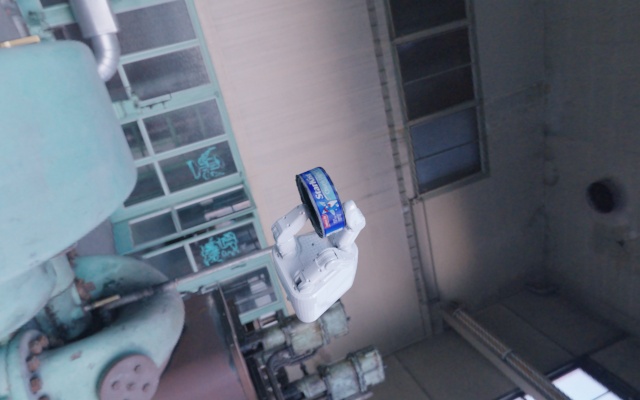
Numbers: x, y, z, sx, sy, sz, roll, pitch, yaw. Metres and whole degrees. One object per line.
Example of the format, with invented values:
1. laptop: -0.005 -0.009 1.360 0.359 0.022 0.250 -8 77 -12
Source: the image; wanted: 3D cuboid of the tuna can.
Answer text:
1. tuna can: 0.001 0.002 0.593 0.034 0.086 0.086 -22 4 -9
